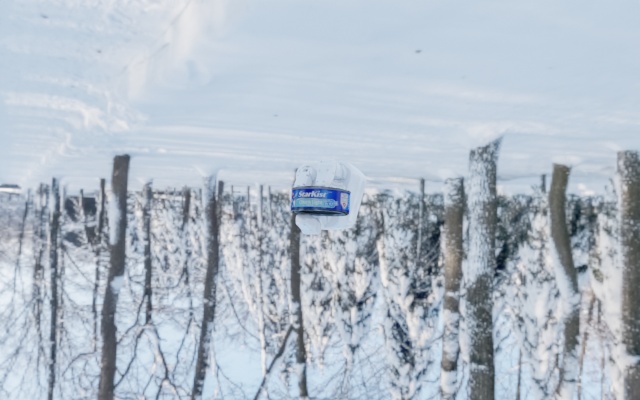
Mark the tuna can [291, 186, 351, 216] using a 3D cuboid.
[{"bbox_3d":[0.000,0.003,0.683,0.086,0.033,0.086,3,-7,0],"label":"tuna can"}]
